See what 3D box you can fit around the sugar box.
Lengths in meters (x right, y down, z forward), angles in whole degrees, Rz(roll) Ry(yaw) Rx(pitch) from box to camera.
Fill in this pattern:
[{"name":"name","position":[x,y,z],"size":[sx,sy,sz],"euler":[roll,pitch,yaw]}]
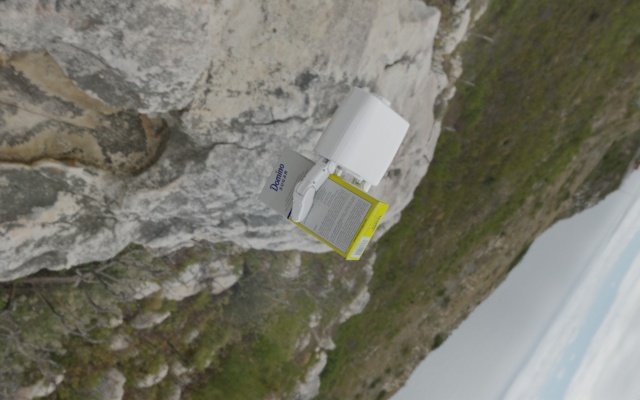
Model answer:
[{"name":"sugar box","position":[0.001,0.002,0.693],"size":[0.176,0.093,0.048],"euler":[33,8,29]}]
